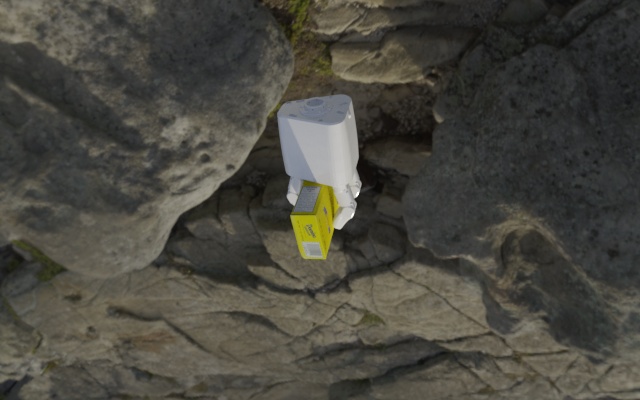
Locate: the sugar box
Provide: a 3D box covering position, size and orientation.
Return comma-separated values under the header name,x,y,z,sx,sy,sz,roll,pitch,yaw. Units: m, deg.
name,x,y,z,sx,sy,sz,roll,pitch,yaw
sugar box,0.001,0.003,0.781,0.048,0.093,0.176,1,39,17
